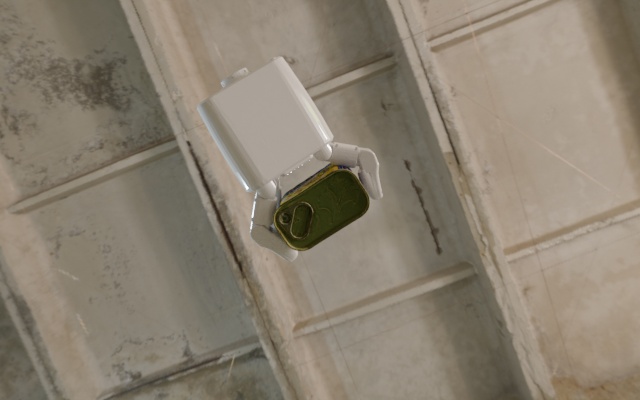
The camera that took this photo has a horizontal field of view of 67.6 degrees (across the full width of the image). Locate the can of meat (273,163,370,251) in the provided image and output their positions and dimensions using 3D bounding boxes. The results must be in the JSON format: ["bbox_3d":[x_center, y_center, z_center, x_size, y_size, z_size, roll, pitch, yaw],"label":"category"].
[{"bbox_3d":[0.000,0.002,0.539,0.102,0.057,0.084,-33,12,6],"label":"can of meat"}]
